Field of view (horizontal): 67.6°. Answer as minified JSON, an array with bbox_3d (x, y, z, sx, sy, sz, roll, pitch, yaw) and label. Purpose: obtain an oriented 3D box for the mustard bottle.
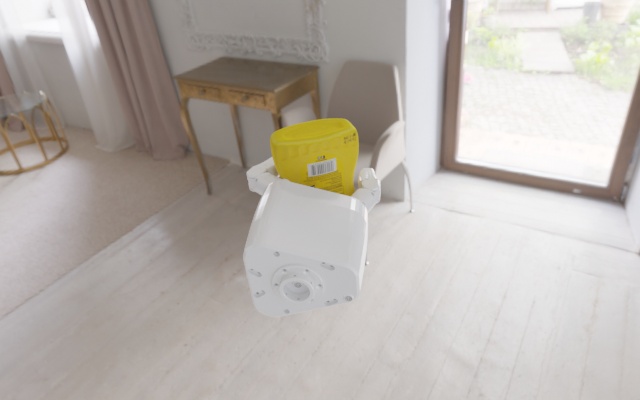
[{"bbox_3d":[0.000,0.001,0.574,0.096,0.192,0.058,-14,34,-12],"label":"mustard bottle"}]
